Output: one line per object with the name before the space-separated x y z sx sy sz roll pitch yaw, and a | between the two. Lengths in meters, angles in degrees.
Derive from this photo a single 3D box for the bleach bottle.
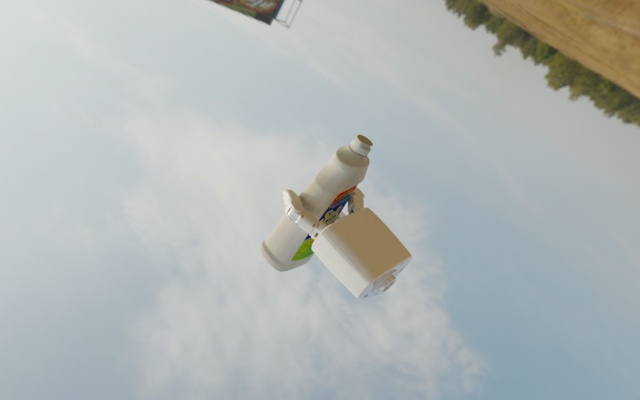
bleach bottle | 0.000 0.002 0.765 0.068 0.251 0.102 46 31 22
